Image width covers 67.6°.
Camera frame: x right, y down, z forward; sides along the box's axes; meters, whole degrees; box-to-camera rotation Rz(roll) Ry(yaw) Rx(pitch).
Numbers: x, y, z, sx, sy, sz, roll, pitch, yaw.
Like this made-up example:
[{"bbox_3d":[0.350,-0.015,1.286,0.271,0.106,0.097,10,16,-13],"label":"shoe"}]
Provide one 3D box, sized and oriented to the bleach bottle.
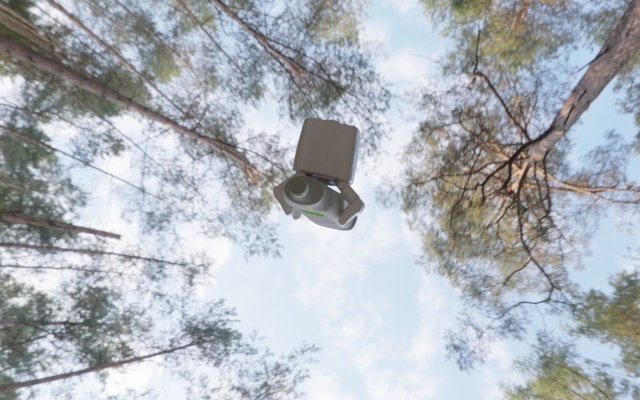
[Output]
[{"bbox_3d":[0.000,0.003,0.870,0.102,0.068,0.251,9,-9,15],"label":"bleach bottle"}]
